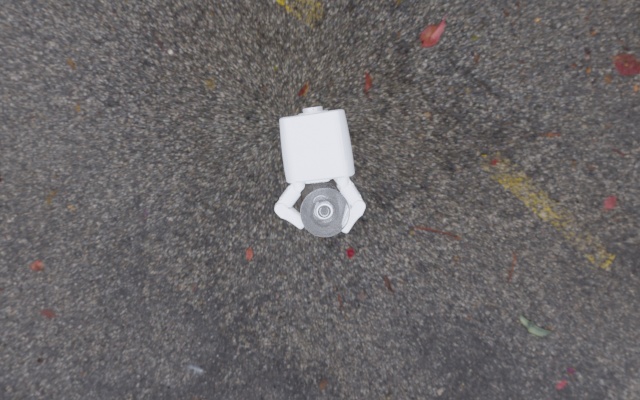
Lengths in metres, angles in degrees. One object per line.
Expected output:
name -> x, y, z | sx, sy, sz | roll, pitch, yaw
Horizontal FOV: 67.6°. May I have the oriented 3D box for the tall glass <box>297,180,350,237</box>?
tall glass -> 0.000, 0.003, 0.806 | 0.079, 0.079, 0.201 | 0, 9, -4
